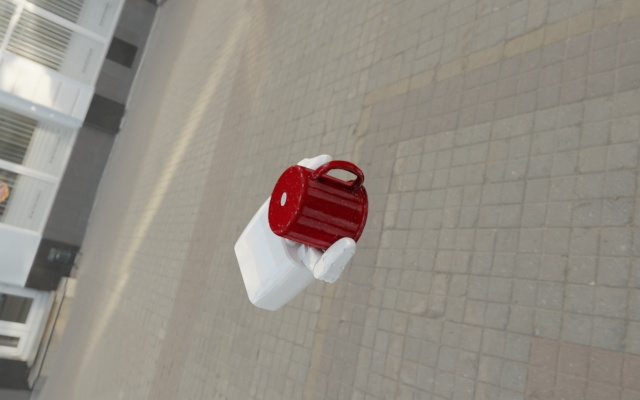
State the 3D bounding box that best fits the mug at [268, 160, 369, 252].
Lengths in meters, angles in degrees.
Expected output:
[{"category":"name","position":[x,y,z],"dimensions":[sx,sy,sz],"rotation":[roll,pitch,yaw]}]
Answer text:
[{"category":"mug","position":[0.001,0.001,0.528],"dimensions":[0.081,0.093,0.117],"rotation":[19,-51,-29]}]
